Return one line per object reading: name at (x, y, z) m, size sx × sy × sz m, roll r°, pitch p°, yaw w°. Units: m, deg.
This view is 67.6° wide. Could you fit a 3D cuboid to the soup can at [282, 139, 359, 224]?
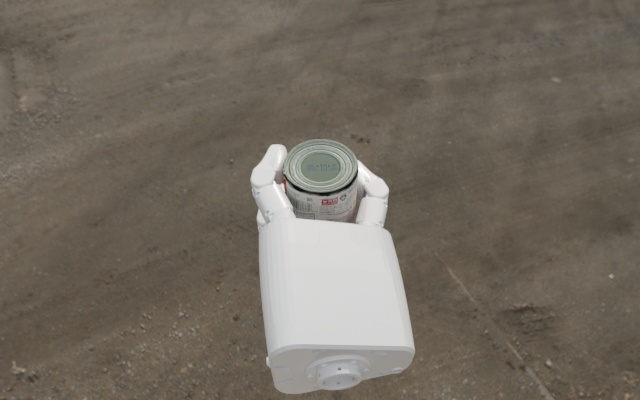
soup can at (0.000, 0.001, 0.451) m, size 0.068 × 0.068 × 0.102 m, roll 0°, pitch -40°, yaw 0°
